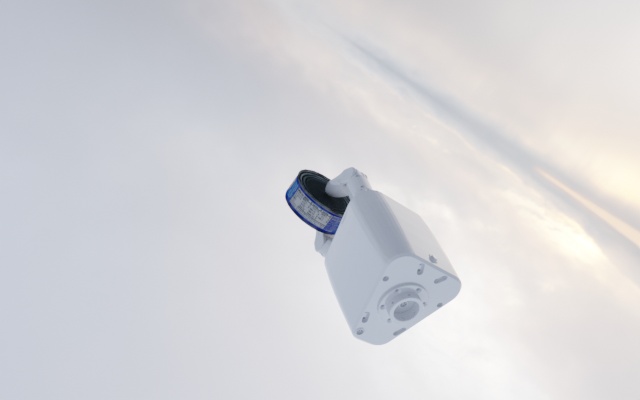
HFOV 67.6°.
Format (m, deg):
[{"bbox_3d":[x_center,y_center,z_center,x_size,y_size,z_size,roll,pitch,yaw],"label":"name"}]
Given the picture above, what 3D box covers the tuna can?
[{"bbox_3d":[0.000,0.002,0.584,0.086,0.034,0.086,31,23,-15],"label":"tuna can"}]
